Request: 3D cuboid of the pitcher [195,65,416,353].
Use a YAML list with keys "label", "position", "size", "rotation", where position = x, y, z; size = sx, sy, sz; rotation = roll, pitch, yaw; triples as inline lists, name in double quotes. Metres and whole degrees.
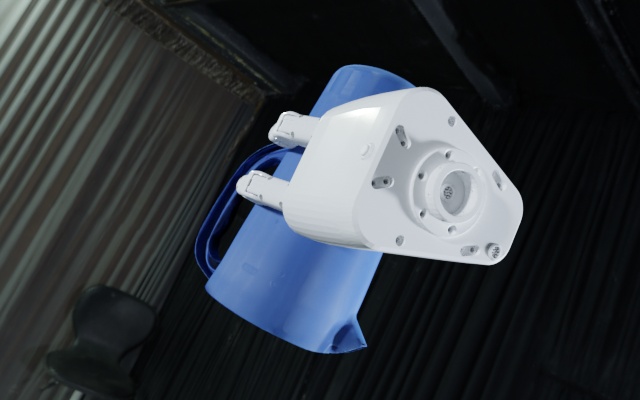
- label: "pitcher"
  position: [0.000, 0.001, 0.440]
  size: [0.149, 0.243, 0.145]
  rotation: [30, -8, -21]
